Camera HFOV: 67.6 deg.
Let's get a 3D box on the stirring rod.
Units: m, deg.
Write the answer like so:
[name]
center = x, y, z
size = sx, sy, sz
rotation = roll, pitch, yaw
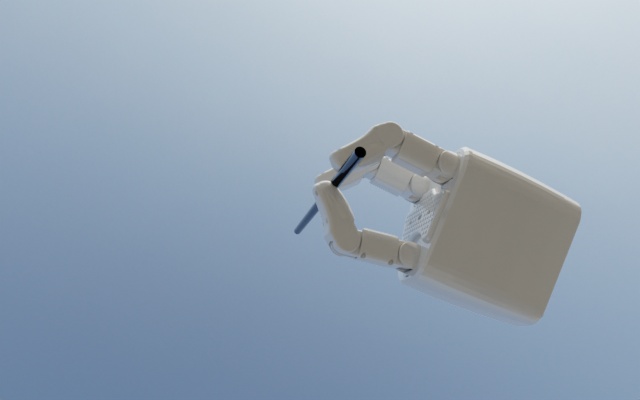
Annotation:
[stirring rod]
center = 0.000, 0.001, 0.422
size = 0.011, 0.011, 0.239
rotation = 0, -16, -13
